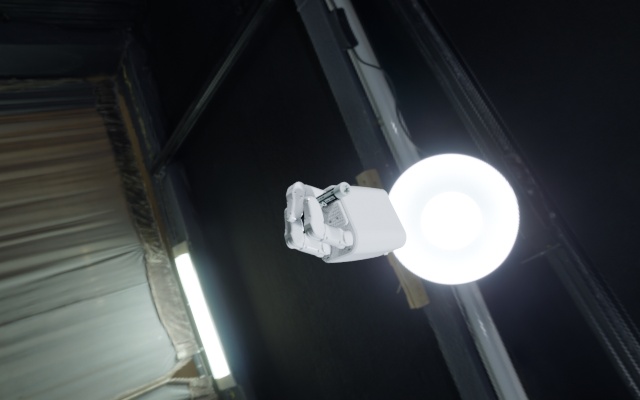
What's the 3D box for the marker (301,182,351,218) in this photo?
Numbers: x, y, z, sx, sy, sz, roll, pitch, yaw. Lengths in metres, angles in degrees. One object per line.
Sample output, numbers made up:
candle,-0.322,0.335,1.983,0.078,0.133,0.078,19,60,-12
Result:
marker,0.000,0.002,0.679,0.020,0.020,0.121,0,-17,-36
